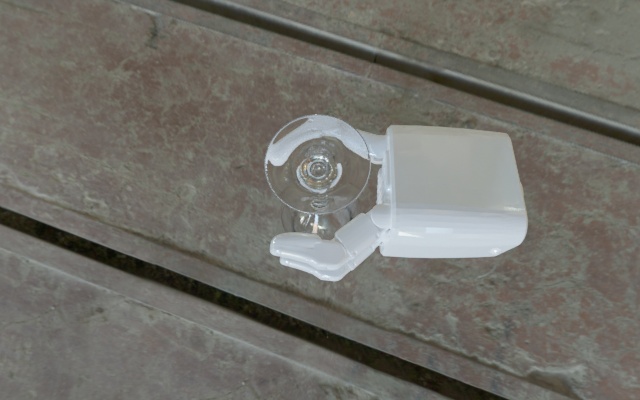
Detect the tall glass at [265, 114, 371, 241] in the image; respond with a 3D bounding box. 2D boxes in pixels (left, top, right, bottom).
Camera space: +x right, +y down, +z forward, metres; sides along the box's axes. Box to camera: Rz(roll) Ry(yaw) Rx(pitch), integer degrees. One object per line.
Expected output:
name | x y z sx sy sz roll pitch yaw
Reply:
tall glass | 0.000 0.001 0.426 0.079 0.079 0.201 0 -16 1
